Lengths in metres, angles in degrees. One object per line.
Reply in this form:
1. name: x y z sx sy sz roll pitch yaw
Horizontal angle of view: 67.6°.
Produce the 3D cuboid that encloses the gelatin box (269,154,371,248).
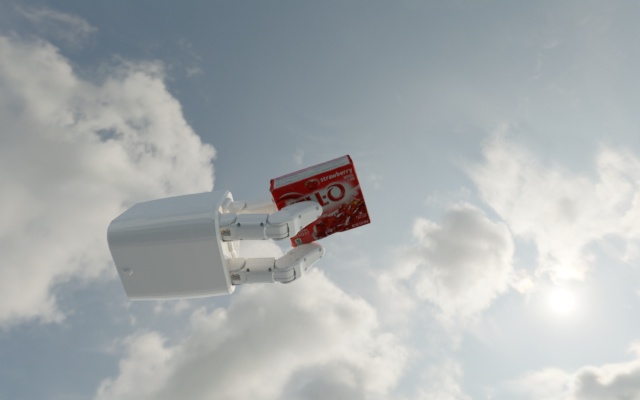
1. gelatin box: 0.000 0.001 0.498 0.089 0.073 0.030 -18 27 3
